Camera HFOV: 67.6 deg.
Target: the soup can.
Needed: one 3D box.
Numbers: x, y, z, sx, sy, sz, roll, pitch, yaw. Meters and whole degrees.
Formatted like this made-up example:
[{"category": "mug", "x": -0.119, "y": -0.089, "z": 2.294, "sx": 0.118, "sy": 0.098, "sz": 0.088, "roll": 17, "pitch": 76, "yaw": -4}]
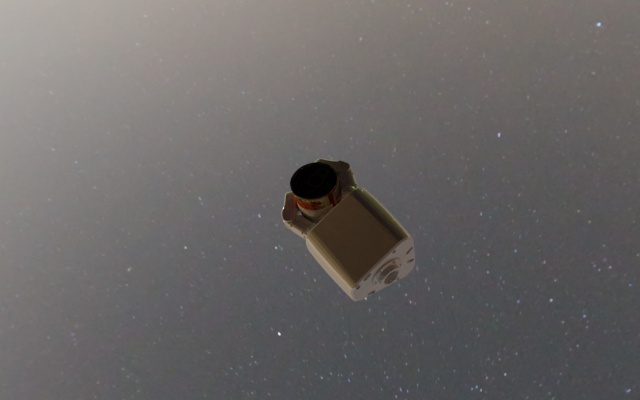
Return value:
[{"category": "soup can", "x": 0.000, "y": 0.002, "z": 0.703, "sx": 0.068, "sy": 0.068, "sz": 0.102, "roll": 0, "pitch": -37, "yaw": 14}]
